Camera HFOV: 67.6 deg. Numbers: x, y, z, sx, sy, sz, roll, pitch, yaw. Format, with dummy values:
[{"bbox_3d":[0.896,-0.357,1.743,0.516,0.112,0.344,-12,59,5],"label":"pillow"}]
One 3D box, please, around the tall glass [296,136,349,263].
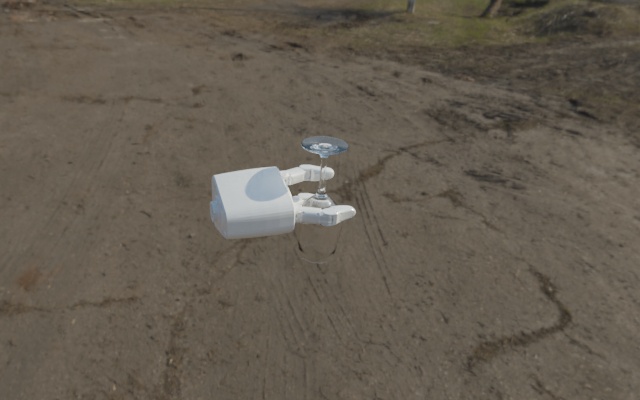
[{"bbox_3d":[0.000,0.002,0.778,0.079,0.201,0.079,3,27,-2],"label":"tall glass"}]
